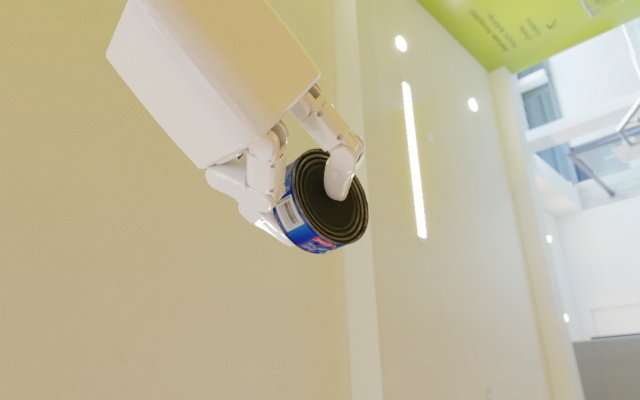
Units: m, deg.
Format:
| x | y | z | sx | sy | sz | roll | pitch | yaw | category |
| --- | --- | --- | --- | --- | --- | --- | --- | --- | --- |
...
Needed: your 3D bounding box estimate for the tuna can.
| x | y | z | sx | sy | sz | roll | pitch | yaw | category |
| --- | --- | --- | --- | --- | --- | --- | --- | --- | --- |
| 0.000 | 0.002 | 0.407 | 0.086 | 0.086 | 0.034 | 0 | -21 | -46 | tuna can |
